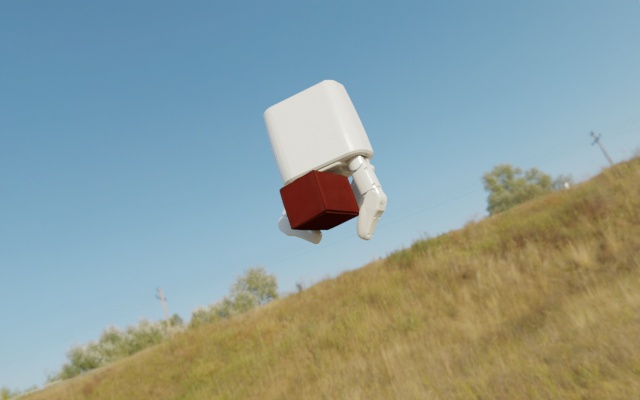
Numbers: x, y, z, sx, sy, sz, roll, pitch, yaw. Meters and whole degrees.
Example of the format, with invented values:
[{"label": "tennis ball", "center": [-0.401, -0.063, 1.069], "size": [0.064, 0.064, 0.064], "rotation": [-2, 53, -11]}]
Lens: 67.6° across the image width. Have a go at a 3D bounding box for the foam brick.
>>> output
[{"label": "foam brick", "center": [0.000, 0.002, 0.553], "size": [0.053, 0.051, 0.078], "rotation": [-27, -18, 29]}]
